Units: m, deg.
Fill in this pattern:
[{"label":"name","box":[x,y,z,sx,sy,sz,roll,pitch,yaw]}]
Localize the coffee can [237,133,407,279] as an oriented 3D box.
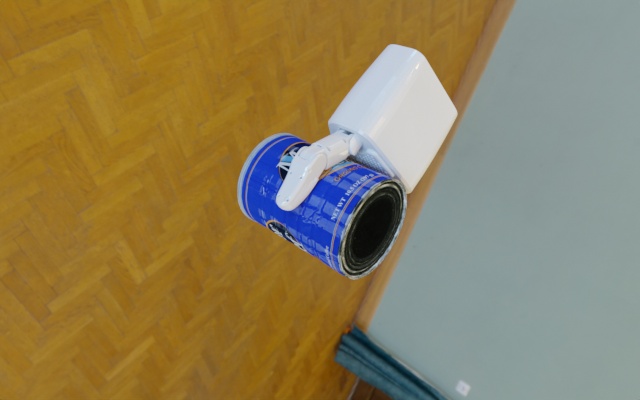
[{"label":"coffee can","box":[0.000,0.002,0.482,0.140,0.103,0.103,27,16,34]}]
